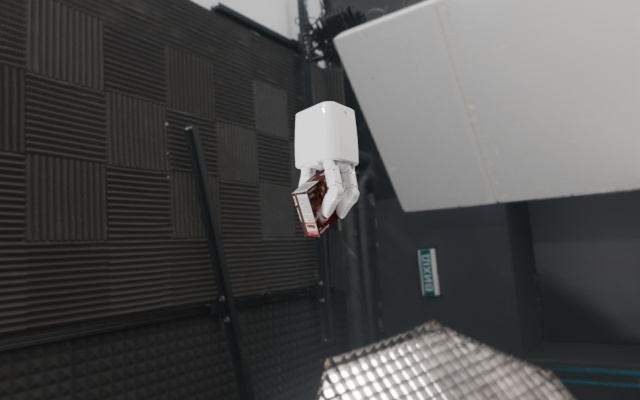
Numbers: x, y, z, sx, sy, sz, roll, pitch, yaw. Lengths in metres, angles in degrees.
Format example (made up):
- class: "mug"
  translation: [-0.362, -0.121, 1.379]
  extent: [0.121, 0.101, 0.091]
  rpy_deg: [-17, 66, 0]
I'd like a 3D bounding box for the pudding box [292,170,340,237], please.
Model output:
- class: "pudding box"
  translation: [0.000, 0.003, 0.878]
  extent: [0.039, 0.090, 0.113]
  rpy_deg: [-4, 22, 35]
